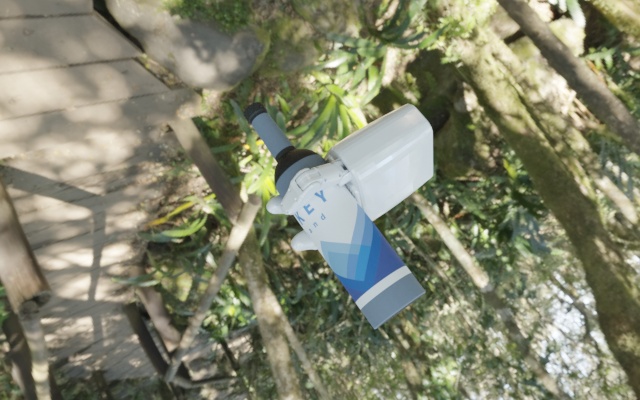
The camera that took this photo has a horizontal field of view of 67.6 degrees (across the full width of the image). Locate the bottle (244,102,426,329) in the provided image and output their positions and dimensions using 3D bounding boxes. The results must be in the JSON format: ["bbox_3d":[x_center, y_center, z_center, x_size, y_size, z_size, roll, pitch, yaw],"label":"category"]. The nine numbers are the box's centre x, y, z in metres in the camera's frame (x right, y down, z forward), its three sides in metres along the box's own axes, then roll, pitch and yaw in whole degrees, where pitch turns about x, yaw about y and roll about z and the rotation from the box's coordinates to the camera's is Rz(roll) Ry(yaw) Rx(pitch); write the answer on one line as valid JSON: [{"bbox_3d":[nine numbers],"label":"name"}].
[{"bbox_3d":[0.000,0.002,0.541,0.069,0.295,0.069,-32,-18,-12],"label":"bottle"}]
